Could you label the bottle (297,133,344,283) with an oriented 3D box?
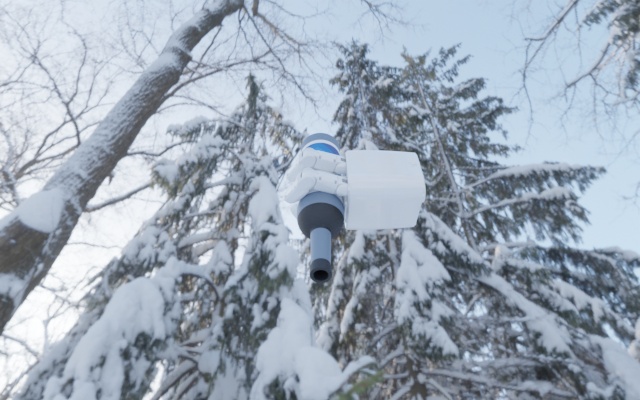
[{"bbox_3d":[0.000,0.002,0.694,0.069,0.069,0.295,0,37,0],"label":"bottle"}]
